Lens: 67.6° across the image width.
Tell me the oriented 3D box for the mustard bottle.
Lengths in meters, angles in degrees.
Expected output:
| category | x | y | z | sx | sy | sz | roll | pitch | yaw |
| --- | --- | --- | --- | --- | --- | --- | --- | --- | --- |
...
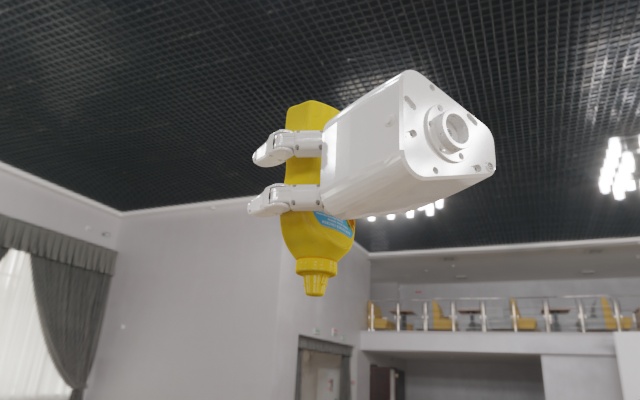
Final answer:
| category | x | y | z | sx | sy | sz | roll | pitch | yaw |
| --- | --- | --- | --- | --- | --- | --- | --- | --- | --- |
| mustard bottle | 0.000 | 0.001 | 0.492 | 0.058 | 0.191 | 0.096 | -11 | -24 | 33 |
